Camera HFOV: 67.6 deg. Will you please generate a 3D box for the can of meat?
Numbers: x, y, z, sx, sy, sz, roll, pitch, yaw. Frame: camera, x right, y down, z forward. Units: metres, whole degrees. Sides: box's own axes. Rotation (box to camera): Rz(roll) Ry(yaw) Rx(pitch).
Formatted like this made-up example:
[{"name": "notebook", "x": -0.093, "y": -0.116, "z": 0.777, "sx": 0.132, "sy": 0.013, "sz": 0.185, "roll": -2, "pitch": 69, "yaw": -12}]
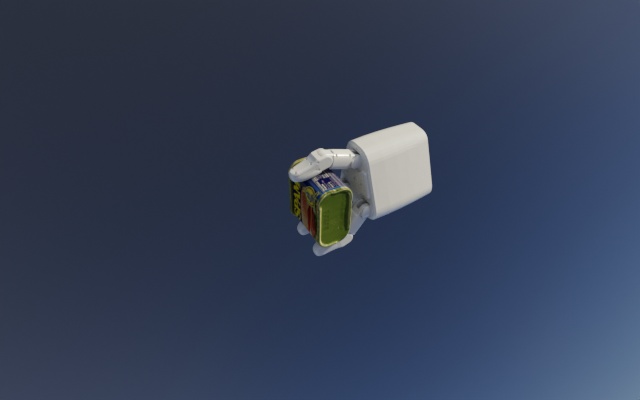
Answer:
[{"name": "can of meat", "x": 0.000, "y": 0.002, "z": 0.665, "sx": 0.057, "sy": 0.102, "sz": 0.084, "roll": -19, "pitch": 43, "yaw": -22}]
